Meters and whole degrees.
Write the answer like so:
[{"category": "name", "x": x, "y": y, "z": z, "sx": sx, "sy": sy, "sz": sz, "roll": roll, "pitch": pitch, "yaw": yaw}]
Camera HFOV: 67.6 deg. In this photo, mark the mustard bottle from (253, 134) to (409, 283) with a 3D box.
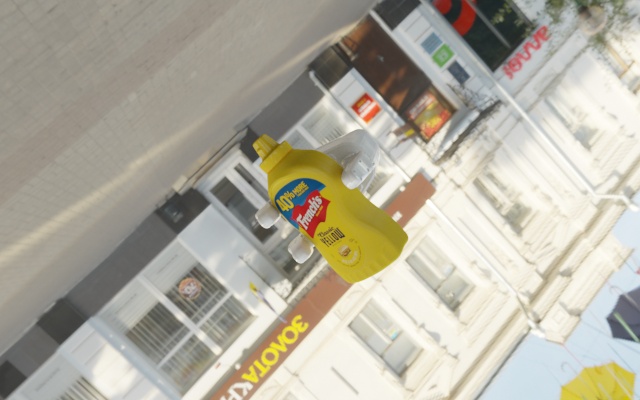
[{"category": "mustard bottle", "x": 0.000, "y": 0.002, "z": 0.523, "sx": 0.096, "sy": 0.191, "sz": 0.058, "roll": -37, "pitch": 9, "yaw": 46}]
